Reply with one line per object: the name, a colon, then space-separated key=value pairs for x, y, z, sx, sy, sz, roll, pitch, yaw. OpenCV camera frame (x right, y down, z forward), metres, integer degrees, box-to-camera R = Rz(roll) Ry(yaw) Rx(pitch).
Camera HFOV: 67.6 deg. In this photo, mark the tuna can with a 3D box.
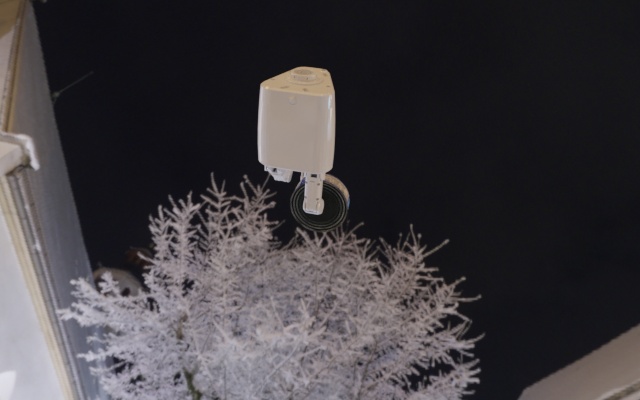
tuna can: x=0.000 y=0.002 z=0.712 sx=0.086 sy=0.086 sz=0.033 roll=0 pitch=28 yaw=12
